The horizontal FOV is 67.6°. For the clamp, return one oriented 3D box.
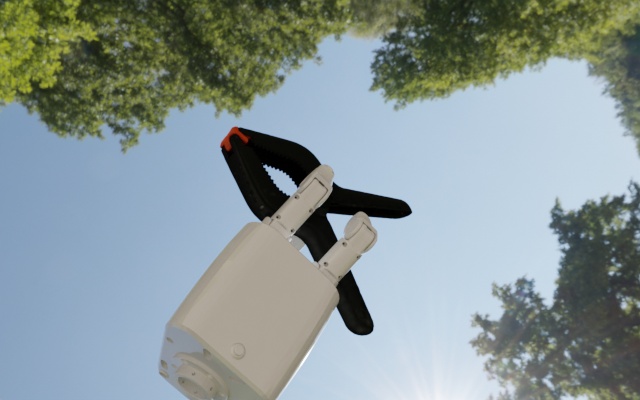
[{"bbox_3d":[-0.001,0.002,0.455,0.036,0.210,0.164,-38,11,45],"label":"clamp"}]
